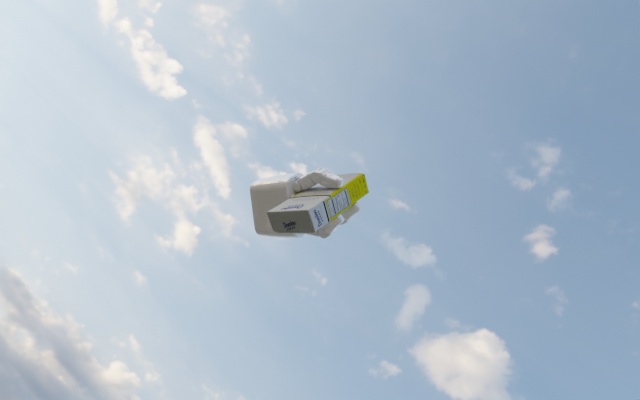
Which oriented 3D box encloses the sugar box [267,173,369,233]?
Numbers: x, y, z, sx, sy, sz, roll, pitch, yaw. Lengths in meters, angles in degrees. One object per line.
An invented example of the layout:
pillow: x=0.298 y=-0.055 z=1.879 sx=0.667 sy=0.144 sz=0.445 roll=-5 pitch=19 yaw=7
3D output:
sugar box: x=0.000 y=0.003 z=0.827 sx=0.093 sy=0.048 sz=0.176 roll=-3 pitch=22 yaw=39
